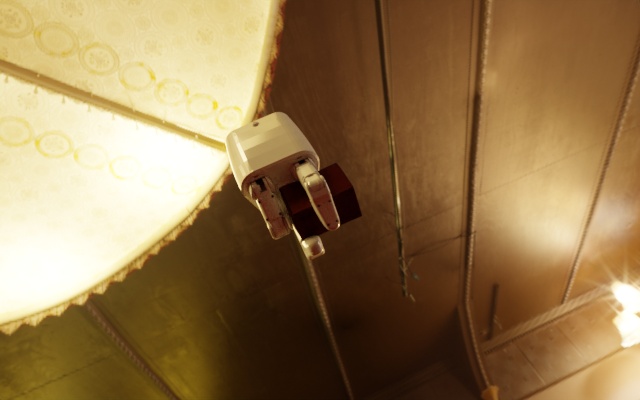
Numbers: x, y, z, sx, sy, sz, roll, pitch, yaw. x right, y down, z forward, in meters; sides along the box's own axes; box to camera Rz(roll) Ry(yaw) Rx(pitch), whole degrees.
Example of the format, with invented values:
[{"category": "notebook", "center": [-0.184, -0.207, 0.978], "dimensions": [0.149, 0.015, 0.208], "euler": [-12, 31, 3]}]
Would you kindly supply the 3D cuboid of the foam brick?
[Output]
[{"category": "foam brick", "center": [0.000, 0.002, 0.562], "dimensions": [0.078, 0.053, 0.051], "euler": [-24, 44, -6]}]
